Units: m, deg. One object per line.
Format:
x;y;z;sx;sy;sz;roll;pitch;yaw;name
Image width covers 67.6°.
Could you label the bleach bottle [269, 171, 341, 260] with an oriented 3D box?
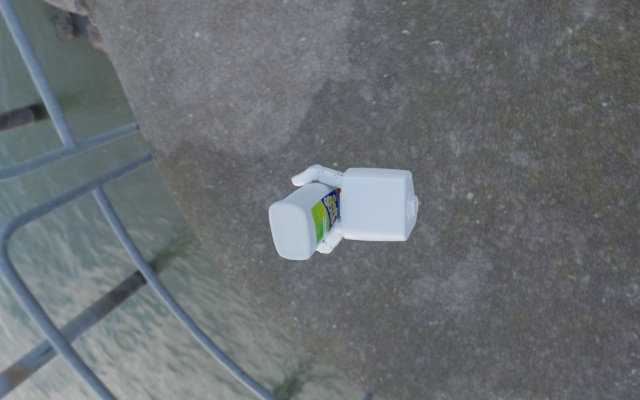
0.000;0.003;0.835;0.068;0.103;0.250;2;24;23;bleach bottle
